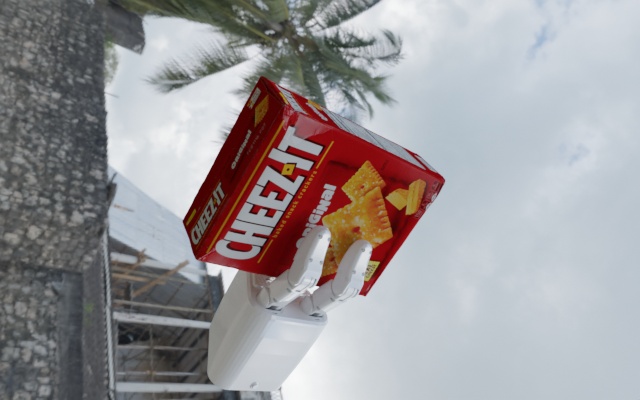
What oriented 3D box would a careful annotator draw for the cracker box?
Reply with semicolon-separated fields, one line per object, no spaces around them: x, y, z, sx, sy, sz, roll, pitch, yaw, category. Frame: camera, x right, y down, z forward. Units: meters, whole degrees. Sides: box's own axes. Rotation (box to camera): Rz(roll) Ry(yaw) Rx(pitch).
0.000;0.002;0.476;0.214;0.164;0.072;19;22;-36;cracker box
